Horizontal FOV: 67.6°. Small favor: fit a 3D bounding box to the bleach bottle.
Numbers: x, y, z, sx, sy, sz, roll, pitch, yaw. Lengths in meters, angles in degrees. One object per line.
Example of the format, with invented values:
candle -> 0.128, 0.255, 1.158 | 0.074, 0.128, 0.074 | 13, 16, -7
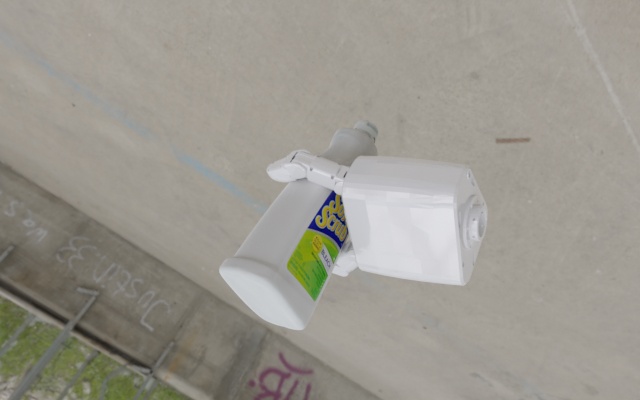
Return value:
bleach bottle -> 0.000, 0.002, 0.502 | 0.068, 0.250, 0.103 | 5, -39, 34
